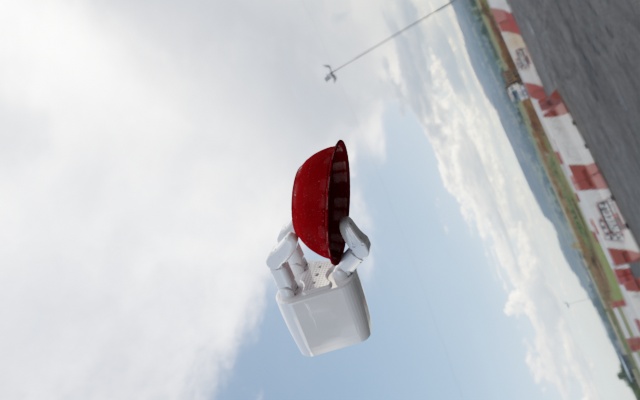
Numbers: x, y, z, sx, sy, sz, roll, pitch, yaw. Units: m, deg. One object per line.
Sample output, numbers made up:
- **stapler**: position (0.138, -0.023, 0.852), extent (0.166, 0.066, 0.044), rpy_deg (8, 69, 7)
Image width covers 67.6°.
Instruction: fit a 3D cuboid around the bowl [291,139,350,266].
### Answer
- **bowl**: position (0.000, 0.001, 0.616), extent (0.055, 0.162, 0.162), rpy_deg (3, 1, 12)
